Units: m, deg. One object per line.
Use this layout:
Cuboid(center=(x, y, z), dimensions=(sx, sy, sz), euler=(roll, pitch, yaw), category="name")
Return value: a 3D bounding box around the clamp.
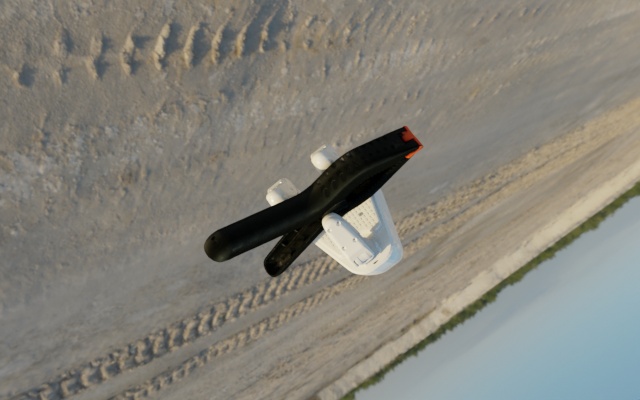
Cuboid(center=(0.001, 0.002, 0.438), dimensions=(0.210, 0.036, 0.164), euler=(-39, -17, 8), category="clamp")
